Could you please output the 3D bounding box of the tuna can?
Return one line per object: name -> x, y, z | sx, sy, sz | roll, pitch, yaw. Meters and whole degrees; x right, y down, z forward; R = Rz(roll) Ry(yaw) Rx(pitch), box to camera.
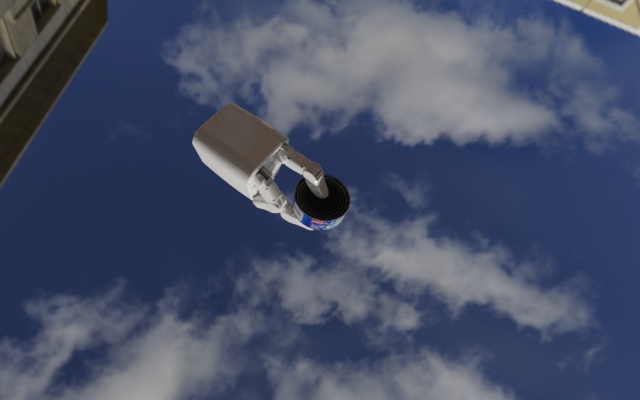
tuna can -> 0.000, 0.003, 0.732 | 0.086, 0.086, 0.034 | 0, -33, -14
